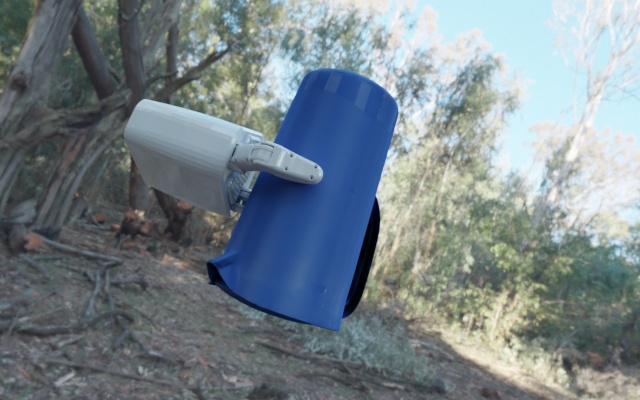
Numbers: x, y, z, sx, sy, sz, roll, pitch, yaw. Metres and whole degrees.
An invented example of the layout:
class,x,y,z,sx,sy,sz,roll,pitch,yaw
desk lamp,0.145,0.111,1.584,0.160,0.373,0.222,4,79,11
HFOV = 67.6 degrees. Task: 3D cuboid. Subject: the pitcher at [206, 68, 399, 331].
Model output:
class,x,y,z,sx,sy,sz,roll,pitch,yaw
pitcher,0.000,0.002,0.487,0.145,0.242,0.149,19,-11,6
